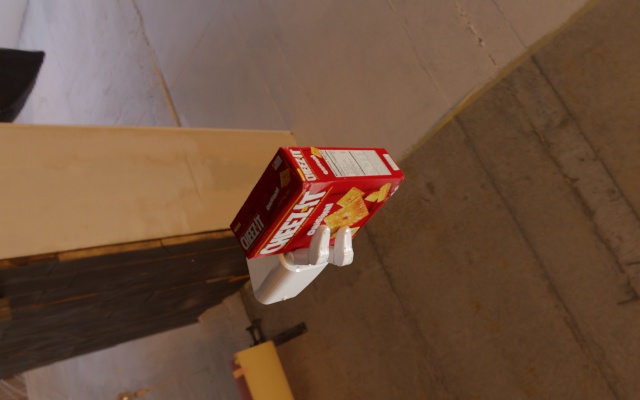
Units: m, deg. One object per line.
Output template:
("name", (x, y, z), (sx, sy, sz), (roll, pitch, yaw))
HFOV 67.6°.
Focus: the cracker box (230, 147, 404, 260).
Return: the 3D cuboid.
("cracker box", (0.000, 0.002, 0.699), (0.213, 0.072, 0.164), (-6, -37, -45))
